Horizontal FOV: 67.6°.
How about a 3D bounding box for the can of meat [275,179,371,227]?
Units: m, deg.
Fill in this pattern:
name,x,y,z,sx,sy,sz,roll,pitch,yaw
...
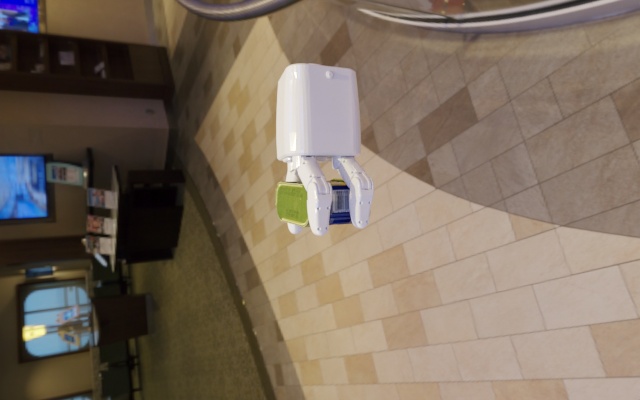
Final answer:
name,x,y,z,sx,sy,sz,roll,pitch,yaw
can of meat,0.000,0.002,0.603,0.084,0.057,0.102,-2,5,-29
